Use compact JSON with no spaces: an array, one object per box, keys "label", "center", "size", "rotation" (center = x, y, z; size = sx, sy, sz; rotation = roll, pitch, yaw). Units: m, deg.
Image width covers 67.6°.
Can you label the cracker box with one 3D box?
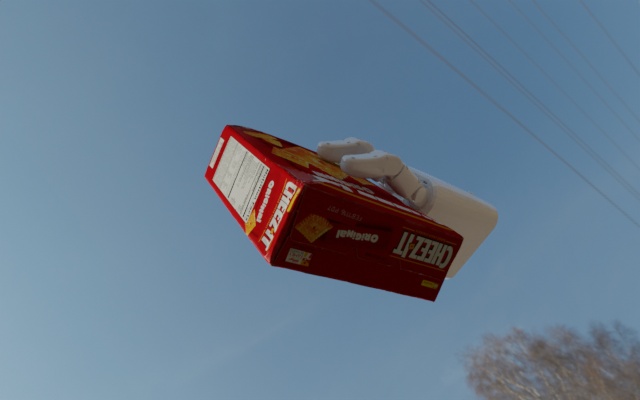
[{"label":"cracker box","center":[0.000,0.002,0.449],"size":[0.164,0.072,0.213],"rotation":[17,11,-30]}]
